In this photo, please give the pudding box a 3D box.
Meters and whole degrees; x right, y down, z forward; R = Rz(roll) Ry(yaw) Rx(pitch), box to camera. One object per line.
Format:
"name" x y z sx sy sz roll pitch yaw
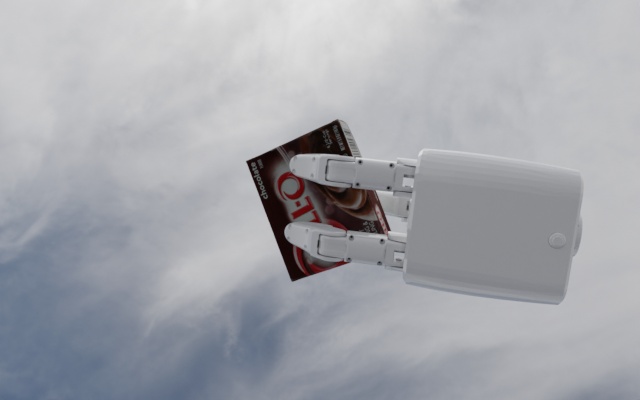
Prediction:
"pudding box" 0.000 0.001 0.401 0.090 0.113 0.039 -22 -3 20
